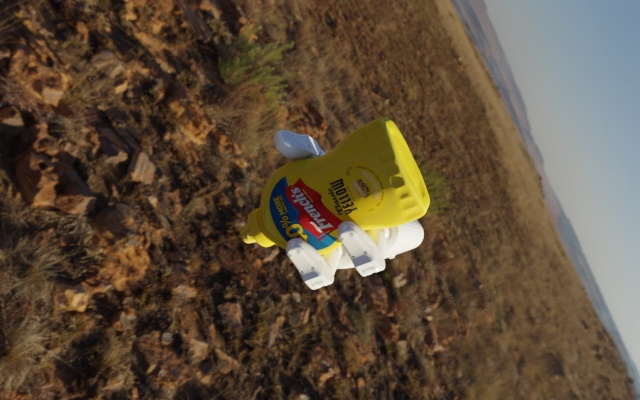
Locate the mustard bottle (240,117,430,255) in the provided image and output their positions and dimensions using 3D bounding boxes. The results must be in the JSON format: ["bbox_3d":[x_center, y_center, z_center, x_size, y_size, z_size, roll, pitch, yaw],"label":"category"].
[{"bbox_3d":[0.000,0.001,0.465,0.192,0.096,0.058,-24,10,25],"label":"mustard bottle"}]
